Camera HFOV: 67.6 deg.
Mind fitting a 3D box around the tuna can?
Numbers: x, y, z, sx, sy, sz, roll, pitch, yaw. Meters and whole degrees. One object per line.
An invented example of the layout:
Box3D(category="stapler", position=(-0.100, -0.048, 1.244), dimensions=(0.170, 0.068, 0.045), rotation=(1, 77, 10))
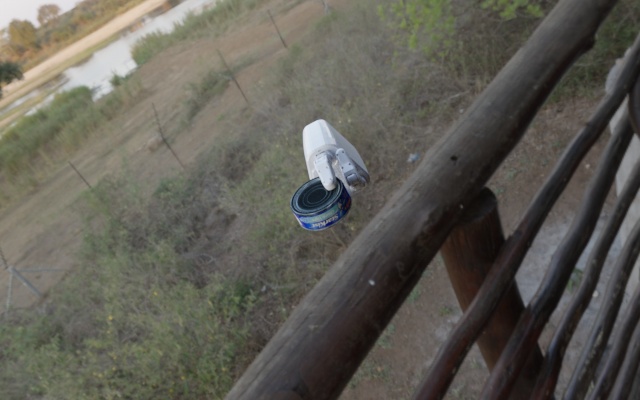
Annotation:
Box3D(category="tuna can", position=(0.000, 0.002, 0.697), dimensions=(0.086, 0.034, 0.086), rotation=(-18, 37, 15))
